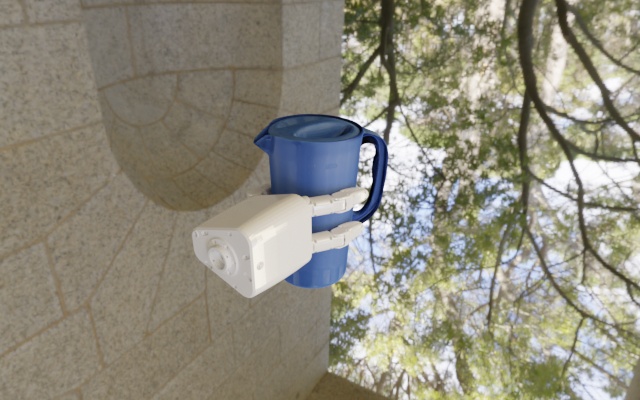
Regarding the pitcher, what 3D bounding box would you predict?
[{"bbox_3d":[0.000,0.002,0.700,0.149,0.243,0.145,18,30,30],"label":"pitcher"}]
